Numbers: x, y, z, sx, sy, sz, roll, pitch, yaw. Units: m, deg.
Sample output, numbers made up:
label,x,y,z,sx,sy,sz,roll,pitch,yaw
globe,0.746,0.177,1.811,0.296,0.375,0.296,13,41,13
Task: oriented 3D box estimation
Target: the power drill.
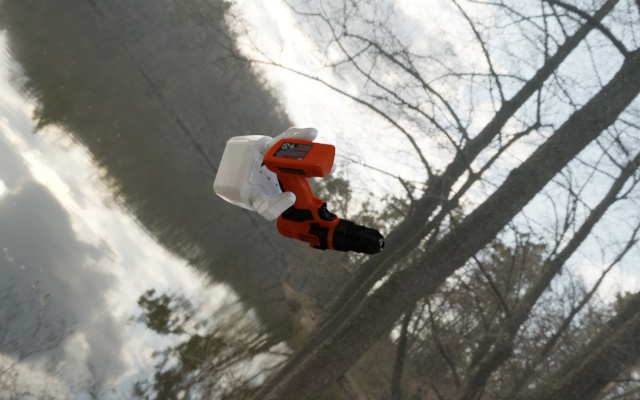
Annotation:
label,x,y,z,sx,sy,sz,roll,pitch,yaw
power drill,0.000,0.002,0.712,0.184,0.188,0.057,9,45,26
